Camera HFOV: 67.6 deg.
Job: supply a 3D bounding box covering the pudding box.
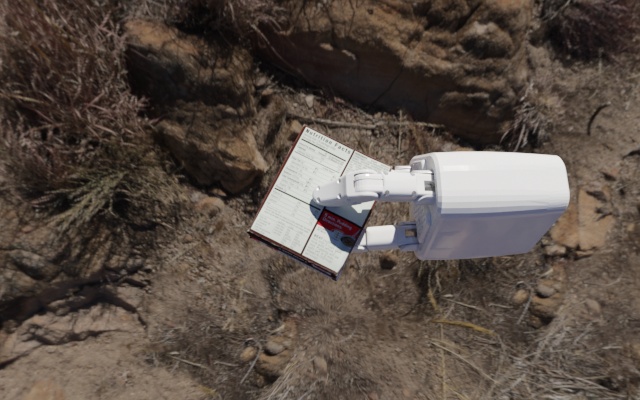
[{"bbox_3d":[0.000,0.001,0.426,0.090,0.113,0.039,26,-14,5],"label":"pudding box"}]
